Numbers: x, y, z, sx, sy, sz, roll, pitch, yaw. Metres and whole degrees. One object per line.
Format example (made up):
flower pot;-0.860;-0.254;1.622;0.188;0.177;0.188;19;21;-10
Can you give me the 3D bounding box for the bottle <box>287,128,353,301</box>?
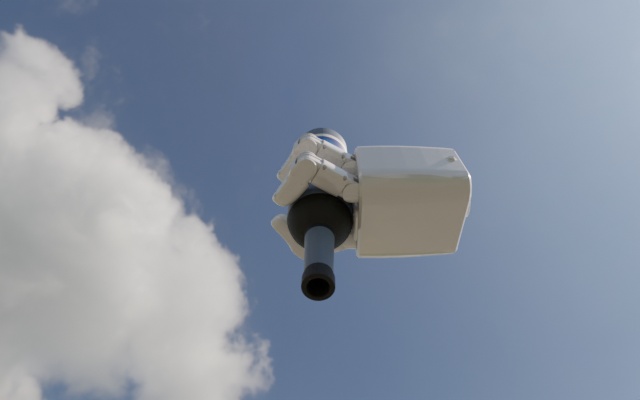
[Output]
bottle;0.000;0.002;0.508;0.069;0.069;0.295;0;27;1
